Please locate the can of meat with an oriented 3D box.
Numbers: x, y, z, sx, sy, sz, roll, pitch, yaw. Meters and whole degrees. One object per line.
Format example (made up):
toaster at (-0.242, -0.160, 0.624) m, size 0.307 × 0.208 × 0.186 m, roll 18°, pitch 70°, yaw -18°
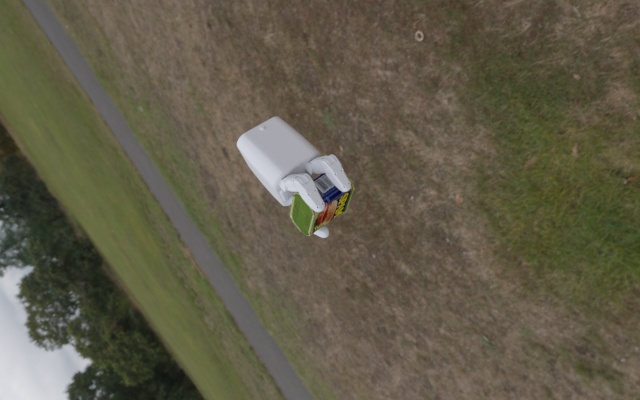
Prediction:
can of meat at (0.000, 0.003, 0.772) m, size 0.084 × 0.057 × 0.102 m, roll -35°, pitch -20°, yaw -25°
